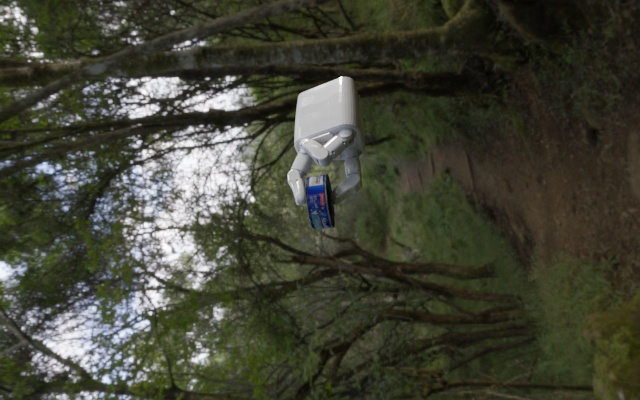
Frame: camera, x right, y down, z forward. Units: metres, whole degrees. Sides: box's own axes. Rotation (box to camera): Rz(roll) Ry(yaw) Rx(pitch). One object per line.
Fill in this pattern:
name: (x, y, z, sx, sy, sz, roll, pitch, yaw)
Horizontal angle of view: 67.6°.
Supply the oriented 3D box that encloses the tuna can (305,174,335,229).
tuna can: (0.000, 0.003, 0.757, 0.034, 0.086, 0.086, -7, -1, 7)
